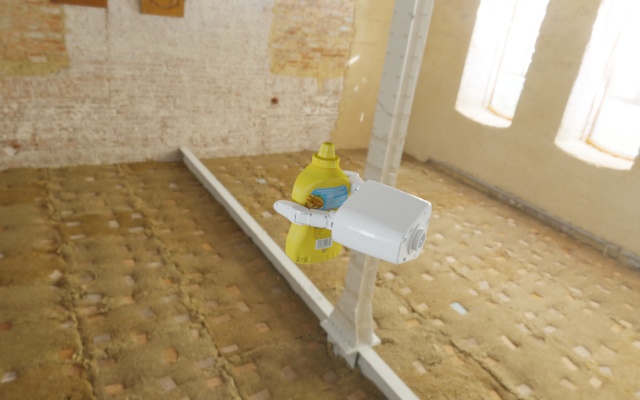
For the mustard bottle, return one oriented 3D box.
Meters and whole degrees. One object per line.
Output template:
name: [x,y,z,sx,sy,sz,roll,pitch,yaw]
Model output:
mustard bottle: [0.000,0.003,0.748,0.096,0.192,0.058,-8,28,-31]
